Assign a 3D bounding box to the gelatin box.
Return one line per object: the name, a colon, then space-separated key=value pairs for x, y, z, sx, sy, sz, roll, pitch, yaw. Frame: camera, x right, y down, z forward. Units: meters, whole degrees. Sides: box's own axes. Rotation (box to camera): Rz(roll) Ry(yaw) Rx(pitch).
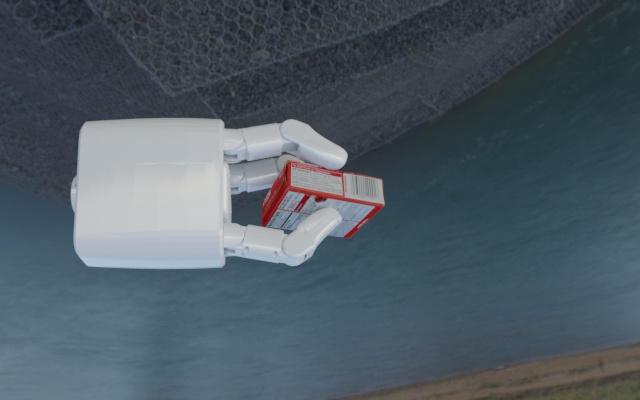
gelatin box: x=0.000 y=0.002 z=0.418 sx=0.089 sy=0.030 sz=0.073 roll=10 pitch=-30 yaw=-19
